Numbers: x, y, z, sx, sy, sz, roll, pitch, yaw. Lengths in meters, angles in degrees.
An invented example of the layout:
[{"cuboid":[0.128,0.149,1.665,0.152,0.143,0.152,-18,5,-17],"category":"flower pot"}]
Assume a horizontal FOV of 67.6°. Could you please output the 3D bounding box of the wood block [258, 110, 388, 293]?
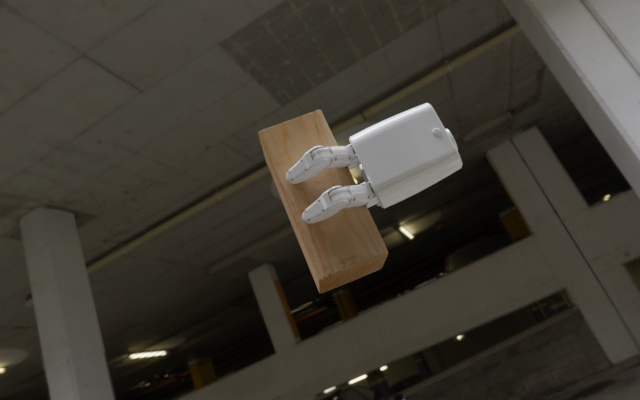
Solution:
[{"cuboid":[0.000,0.002,0.616,0.090,0.206,0.091,-21,-20,-6],"category":"wood block"}]
